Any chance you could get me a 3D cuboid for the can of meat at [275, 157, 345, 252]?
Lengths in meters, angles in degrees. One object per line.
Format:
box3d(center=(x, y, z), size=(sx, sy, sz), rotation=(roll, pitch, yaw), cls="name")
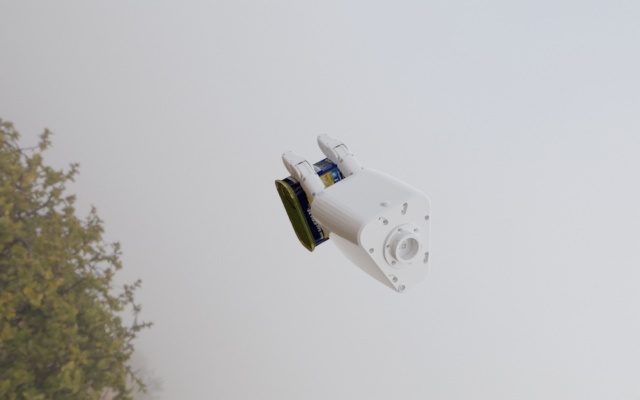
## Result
box3d(center=(0.000, 0.002, 0.625), size=(0.084, 0.102, 0.057), rotation=(-28, 22, -16), cls="can of meat")
